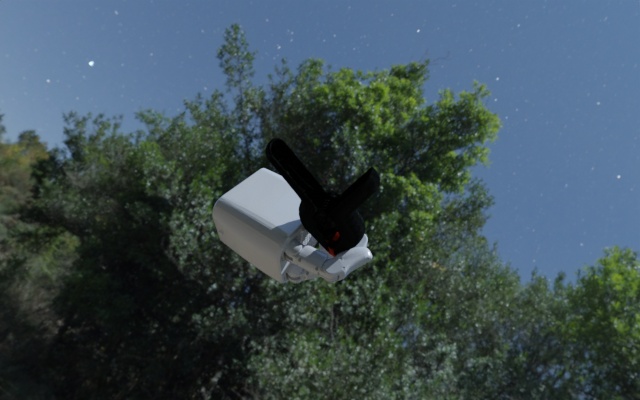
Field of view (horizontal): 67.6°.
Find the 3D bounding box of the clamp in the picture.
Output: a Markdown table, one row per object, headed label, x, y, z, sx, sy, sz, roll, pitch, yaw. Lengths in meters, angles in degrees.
| label | x | y | z | sx | sy | sz | roll | pitch | yaw |
| --- | --- | --- | --- | --- | --- | --- | --- | --- | --- |
| clamp | 0.001 | 0.001 | 0.512 | 0.120 | 0.039 | 0.172 | 30 | -30 | 18 |
